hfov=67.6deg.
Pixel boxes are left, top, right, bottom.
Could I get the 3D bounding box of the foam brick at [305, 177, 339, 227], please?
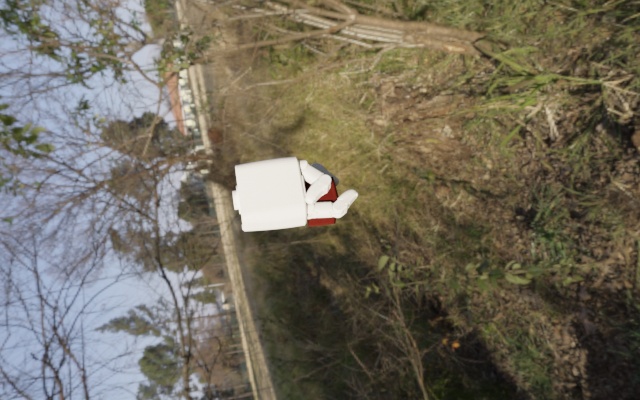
[{"bbox_3d":[0.000,0.003,0.849,0.051,0.053,0.078,-8,-35,-10],"label":"foam brick"}]
